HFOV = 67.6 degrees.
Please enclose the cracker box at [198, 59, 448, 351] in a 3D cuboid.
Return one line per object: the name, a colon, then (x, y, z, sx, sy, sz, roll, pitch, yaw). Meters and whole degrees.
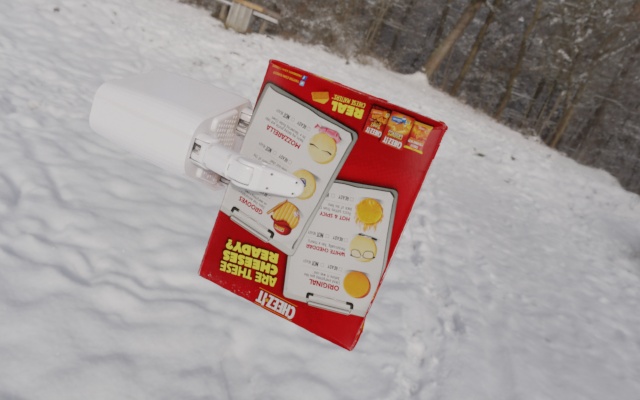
cracker box: (0.000, 0.001, 0.444, 0.164, 0.214, 0.072, 24, 13, 13)
